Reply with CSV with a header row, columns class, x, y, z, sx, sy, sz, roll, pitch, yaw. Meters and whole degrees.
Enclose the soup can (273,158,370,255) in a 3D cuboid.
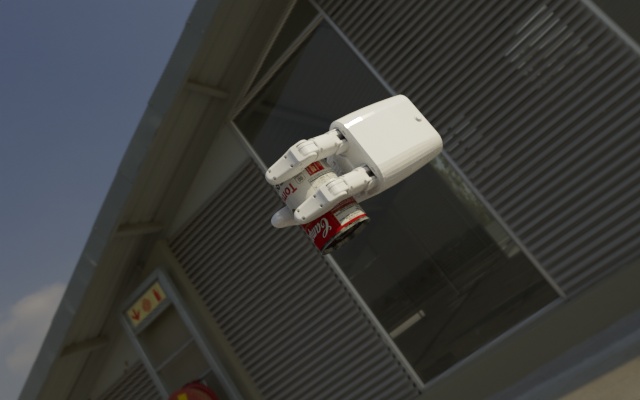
class,x,y,z,sx,sy,sz,roll,pitch,yaw
soup can,-0.001,0.002,0.547,0.068,0.102,0.068,-34,-15,-11
